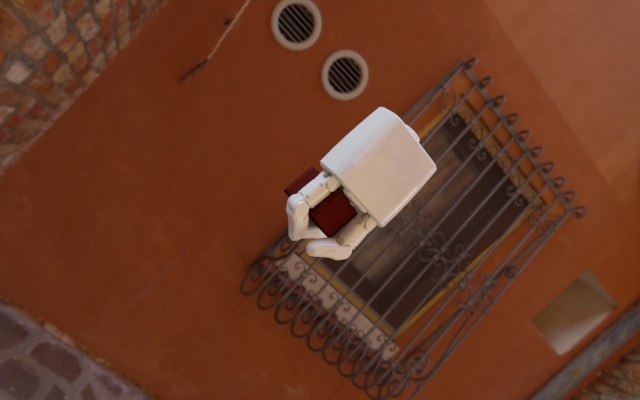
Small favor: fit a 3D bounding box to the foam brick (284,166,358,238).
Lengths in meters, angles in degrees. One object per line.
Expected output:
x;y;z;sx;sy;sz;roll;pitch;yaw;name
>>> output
0.000;0.002;0.624;0.078;0.051;0.053;44;-4;46;foam brick
